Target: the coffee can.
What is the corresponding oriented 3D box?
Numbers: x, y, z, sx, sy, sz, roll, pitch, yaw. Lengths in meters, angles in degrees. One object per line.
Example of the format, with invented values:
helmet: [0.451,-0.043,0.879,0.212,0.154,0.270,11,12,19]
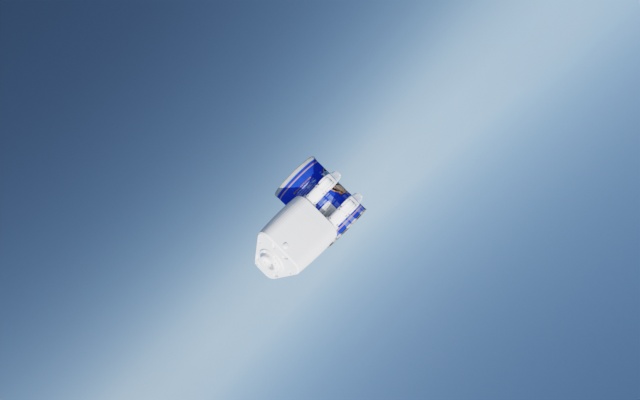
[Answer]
coffee can: [0.000,0.003,0.886,0.140,0.103,0.103,45,-3,3]
